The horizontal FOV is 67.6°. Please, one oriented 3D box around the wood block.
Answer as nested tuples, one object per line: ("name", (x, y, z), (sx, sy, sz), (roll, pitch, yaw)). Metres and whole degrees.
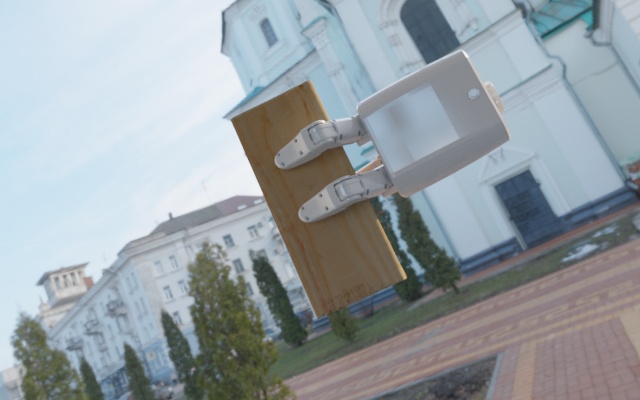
("wood block", (0.000, 0.001, 0.480), (0.090, 0.206, 0.091), (-26, -11, 5))
